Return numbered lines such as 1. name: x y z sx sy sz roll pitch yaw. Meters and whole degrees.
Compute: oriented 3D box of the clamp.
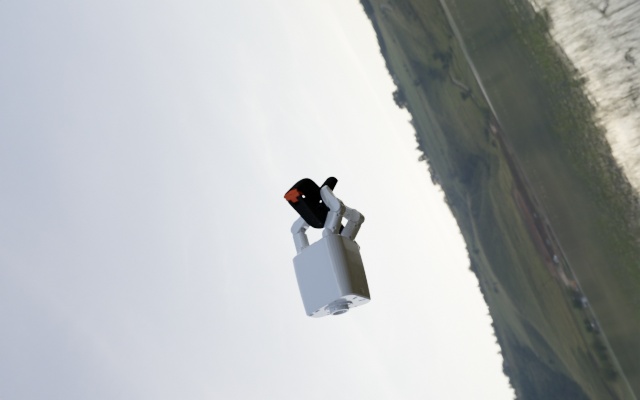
1. clamp: -0.001 0.003 0.860 0.036 0.164 0.210 -27 -30 22
